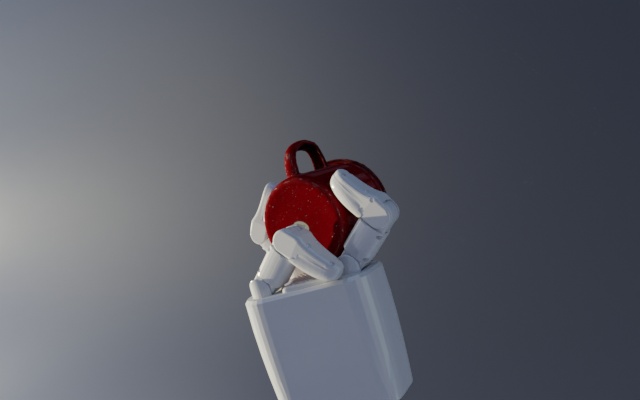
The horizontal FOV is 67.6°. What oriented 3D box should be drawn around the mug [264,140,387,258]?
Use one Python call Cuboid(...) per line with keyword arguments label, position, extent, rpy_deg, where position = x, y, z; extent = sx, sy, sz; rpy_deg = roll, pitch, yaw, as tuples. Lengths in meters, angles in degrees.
Cuboid(label="mug", position=(0.000, 0.000, 0.429), extent=(0.093, 0.117, 0.081), rpy_deg=(-18, 1, 31))
